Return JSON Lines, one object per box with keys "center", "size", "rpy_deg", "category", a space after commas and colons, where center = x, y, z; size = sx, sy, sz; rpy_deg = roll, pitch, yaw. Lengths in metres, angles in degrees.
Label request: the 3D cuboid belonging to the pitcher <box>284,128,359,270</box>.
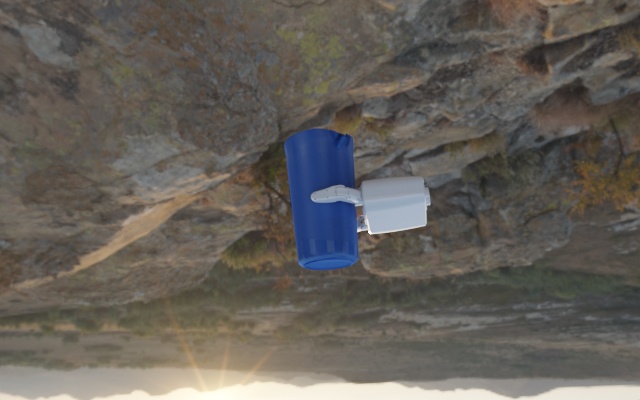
{"center": [0.000, 0.003, 0.888], "size": [0.145, 0.242, 0.149], "rpy_deg": [-7, -19, 9], "category": "pitcher"}
